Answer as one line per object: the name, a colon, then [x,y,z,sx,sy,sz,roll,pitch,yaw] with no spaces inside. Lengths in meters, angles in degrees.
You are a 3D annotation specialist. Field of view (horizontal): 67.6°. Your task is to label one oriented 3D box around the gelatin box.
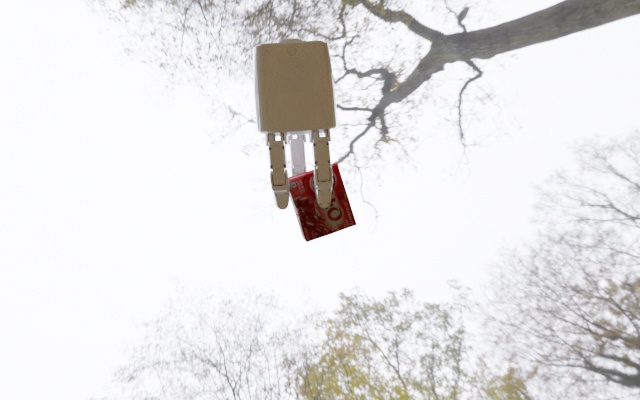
gelatin box: [0.000,0.002,0.639,0.073,0.089,0.030,-19,11,-8]
